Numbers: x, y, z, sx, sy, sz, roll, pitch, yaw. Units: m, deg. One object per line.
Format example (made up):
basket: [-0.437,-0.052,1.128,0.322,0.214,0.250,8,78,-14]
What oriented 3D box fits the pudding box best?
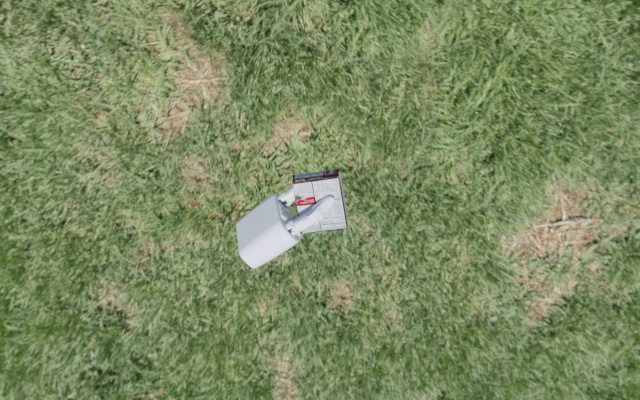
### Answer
pudding box: [0.000,0.003,0.886,0.090,0.113,0.039,-8,28,5]
